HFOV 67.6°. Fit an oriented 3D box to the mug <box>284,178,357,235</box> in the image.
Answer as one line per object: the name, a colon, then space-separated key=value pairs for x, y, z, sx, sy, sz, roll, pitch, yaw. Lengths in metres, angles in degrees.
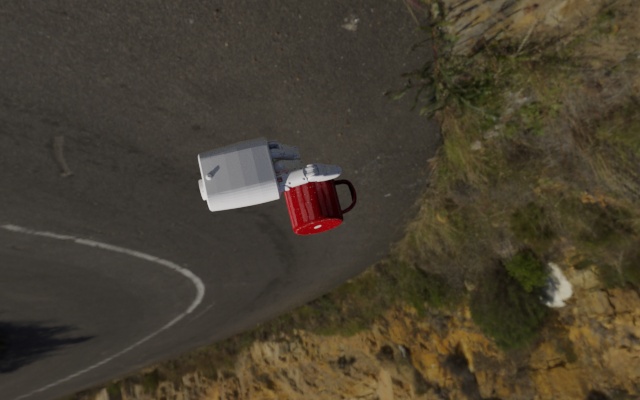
mug: x=0.002 y=0.002 z=0.760 sx=0.117 sy=0.081 sz=0.093 roll=-13 pitch=-16 yaw=-5
